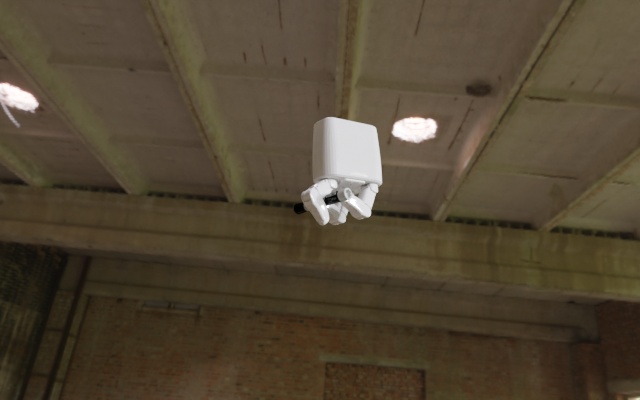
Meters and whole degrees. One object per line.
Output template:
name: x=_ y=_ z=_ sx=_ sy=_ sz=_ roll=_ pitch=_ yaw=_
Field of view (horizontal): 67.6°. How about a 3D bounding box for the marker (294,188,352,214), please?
marker: x=0.000 y=0.003 z=0.768 sx=0.121 sy=0.020 sz=0.020 roll=-17 pitch=-12 yaw=43
